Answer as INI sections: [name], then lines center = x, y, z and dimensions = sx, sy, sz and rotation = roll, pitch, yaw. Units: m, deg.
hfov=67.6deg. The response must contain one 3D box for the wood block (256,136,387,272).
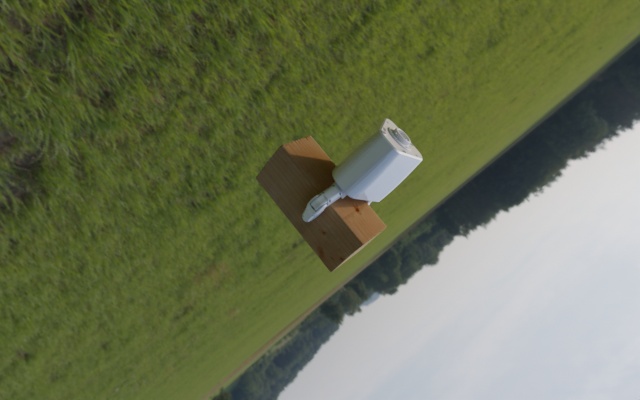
[wood block]
center = 0.000, 0.003, 0.806
dimensions = 0.091, 0.206, 0.090
rotation = -28, -15, -51
